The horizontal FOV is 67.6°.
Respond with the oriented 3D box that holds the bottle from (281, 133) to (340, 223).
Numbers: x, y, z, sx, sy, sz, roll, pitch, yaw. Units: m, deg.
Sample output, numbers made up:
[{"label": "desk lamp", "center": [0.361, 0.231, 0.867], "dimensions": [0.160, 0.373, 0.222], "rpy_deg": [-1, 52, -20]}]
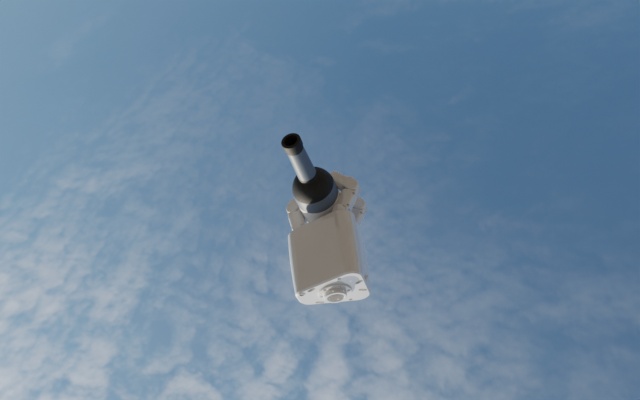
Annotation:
[{"label": "bottle", "center": [0.000, 0.003, 0.751], "dimensions": [0.069, 0.069, 0.296], "rpy_deg": [0, -34, 19]}]
